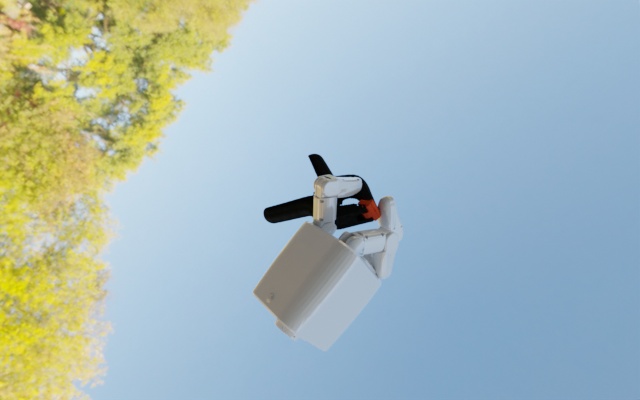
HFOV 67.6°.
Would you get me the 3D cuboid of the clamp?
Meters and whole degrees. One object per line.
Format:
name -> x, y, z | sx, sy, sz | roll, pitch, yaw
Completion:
clamp -> 0.001, 0.002, 0.614 | 0.039, 0.120, 0.171 | 45, -10, -36
